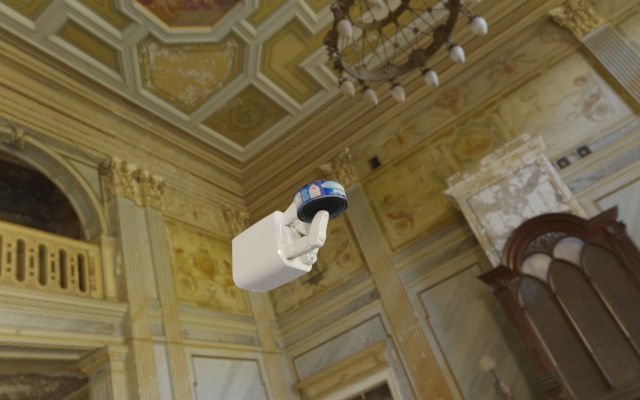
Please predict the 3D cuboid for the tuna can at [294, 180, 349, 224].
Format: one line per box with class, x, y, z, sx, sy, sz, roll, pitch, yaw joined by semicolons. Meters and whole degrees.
tuna can;0.000;0.002;0.775;0.086;0.033;0.086;-12;-29;-6
